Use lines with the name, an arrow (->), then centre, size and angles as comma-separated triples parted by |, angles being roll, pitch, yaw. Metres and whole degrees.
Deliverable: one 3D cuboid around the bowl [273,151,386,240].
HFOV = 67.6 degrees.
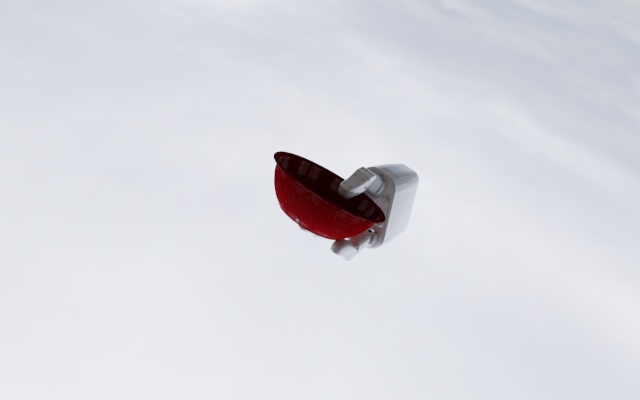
bowl -> -0.001, 0.002, 0.604 | 0.162, 0.055, 0.162 | 29, 14, -8
